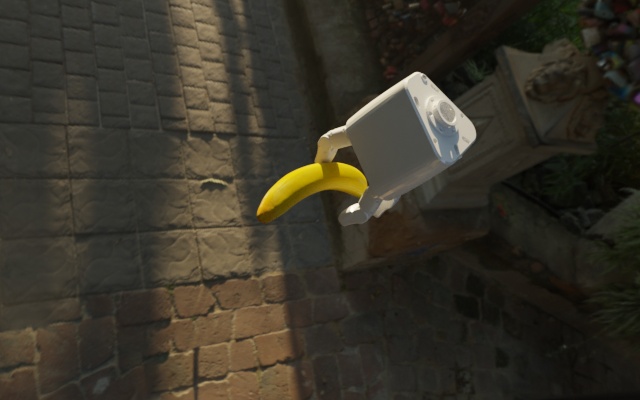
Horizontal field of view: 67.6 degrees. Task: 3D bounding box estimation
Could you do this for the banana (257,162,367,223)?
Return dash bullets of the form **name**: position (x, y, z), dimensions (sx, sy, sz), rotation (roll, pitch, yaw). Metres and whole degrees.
- **banana**: position (-0.002, -0.016, 0.632), dimensions (0.198, 0.069, 0.037), rotation (-7, -14, -38)
